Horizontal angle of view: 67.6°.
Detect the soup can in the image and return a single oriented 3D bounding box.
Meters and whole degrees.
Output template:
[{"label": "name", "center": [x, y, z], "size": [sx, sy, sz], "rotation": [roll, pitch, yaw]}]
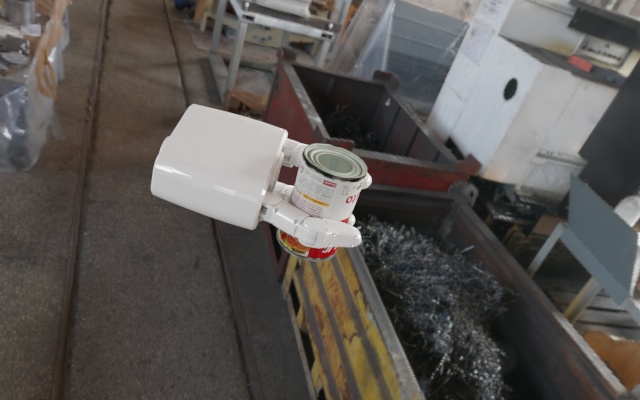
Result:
[{"label": "soup can", "center": [0.001, 0.002, 0.486], "size": [0.068, 0.102, 0.068], "rotation": [14, 31, -9]}]
